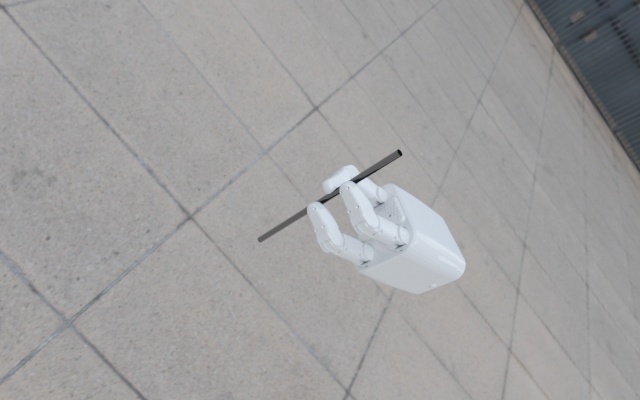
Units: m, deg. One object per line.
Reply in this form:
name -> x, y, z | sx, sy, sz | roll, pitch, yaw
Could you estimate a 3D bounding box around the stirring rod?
stirring rod -> 0.000, 0.002, 0.556 | 0.011, 0.011, 0.239 | 0, -25, -47
